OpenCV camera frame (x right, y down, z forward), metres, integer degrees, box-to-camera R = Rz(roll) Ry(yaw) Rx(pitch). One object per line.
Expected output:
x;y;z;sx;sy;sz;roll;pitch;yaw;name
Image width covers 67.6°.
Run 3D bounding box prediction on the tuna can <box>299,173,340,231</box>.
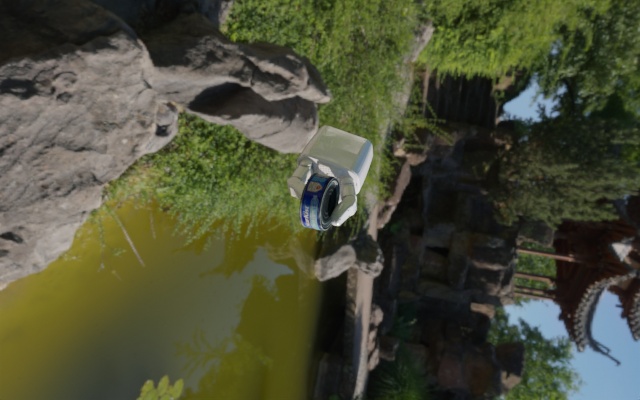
0.001;0.003;0.735;0.034;0.086;0.086;12;4;19;tuna can
